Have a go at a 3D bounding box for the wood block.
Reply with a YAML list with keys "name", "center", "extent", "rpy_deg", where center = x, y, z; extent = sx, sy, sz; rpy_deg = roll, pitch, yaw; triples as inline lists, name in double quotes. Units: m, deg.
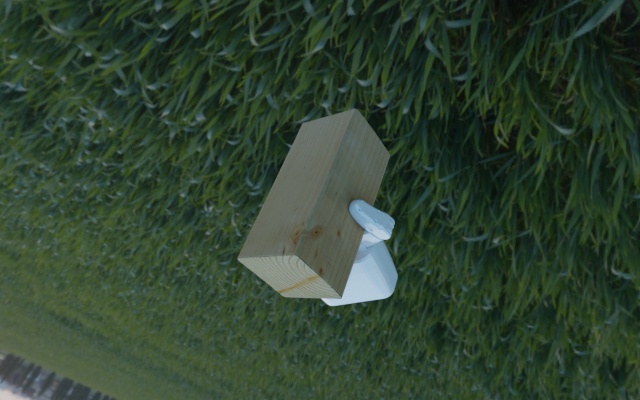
- name: "wood block"
  center: [0.001, 0.002, 0.563]
  extent: [0.091, 0.206, 0.090]
  rpy_deg: [-7, -42, 39]
